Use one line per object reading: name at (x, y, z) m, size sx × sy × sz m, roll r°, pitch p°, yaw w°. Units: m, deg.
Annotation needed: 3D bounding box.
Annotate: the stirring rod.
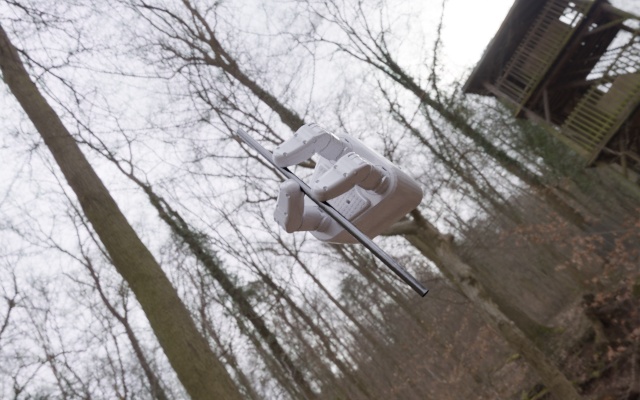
stirring rod at (0.000, 0.001, 0.421) m, size 0.239 × 0.011 × 0.011 m, roll 41°, pitch 22°, yaw 27°
